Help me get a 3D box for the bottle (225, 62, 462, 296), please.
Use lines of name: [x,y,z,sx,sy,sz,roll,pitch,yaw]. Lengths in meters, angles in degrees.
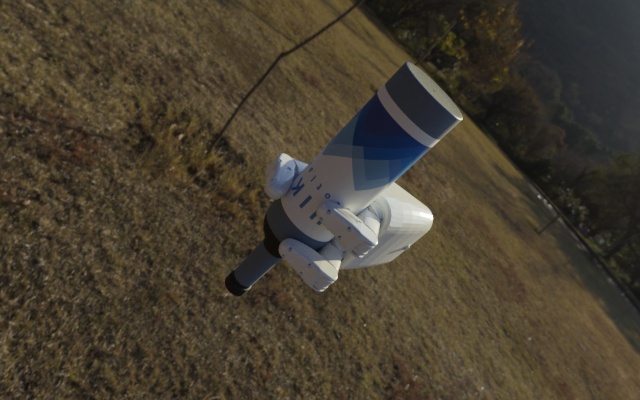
bottle: [0.000,0.001,0.458,0.296,0.069,0.069,-45,-24,26]
